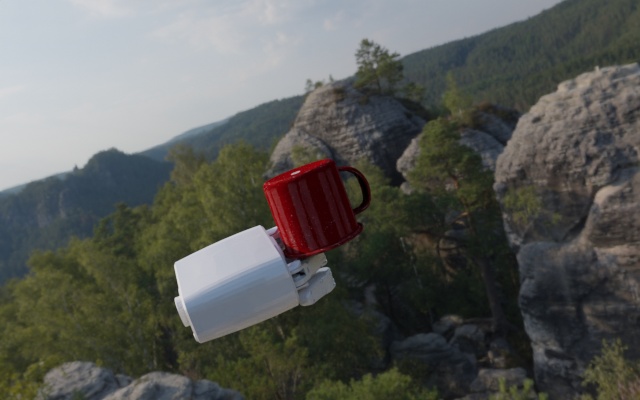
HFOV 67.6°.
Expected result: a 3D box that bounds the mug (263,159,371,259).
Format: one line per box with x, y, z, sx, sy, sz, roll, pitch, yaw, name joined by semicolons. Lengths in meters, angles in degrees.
0.001;0.001;0.512;0.117;0.081;0.093;-22;10;-14;mug
